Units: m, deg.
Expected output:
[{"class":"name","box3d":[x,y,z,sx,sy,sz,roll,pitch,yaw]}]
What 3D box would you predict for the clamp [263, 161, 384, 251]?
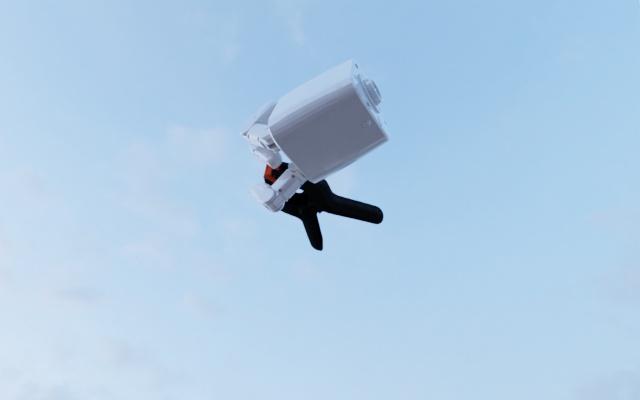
[{"class":"clamp","box3d":[0.000,0.002,0.623,0.120,0.039,0.171,-25,-47,21]}]
